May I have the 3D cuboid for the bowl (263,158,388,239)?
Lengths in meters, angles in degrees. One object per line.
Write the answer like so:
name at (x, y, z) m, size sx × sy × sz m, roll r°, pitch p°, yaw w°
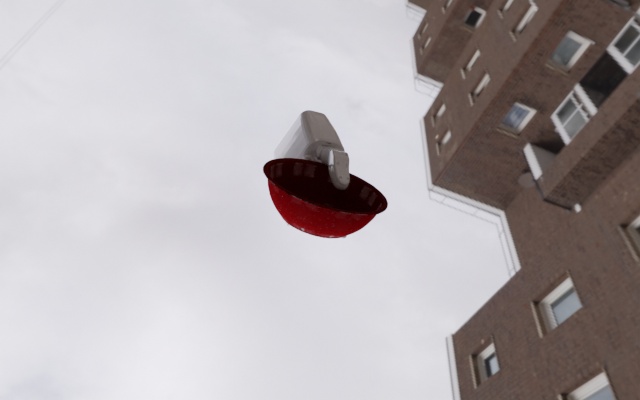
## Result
bowl at (0.000, 0.003, 0.600) m, size 0.162 × 0.055 × 0.162 m, roll 16°, pitch 20°, yaw -6°
